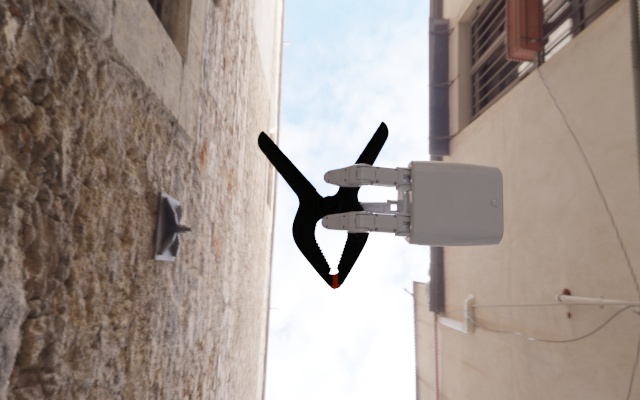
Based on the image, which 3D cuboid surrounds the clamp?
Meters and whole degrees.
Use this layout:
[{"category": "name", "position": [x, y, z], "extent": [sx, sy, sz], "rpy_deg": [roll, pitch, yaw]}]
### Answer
[{"category": "clamp", "position": [0.000, 0.003, 0.588], "extent": [0.164, 0.210, 0.036], "rpy_deg": [2, -9, 2]}]
